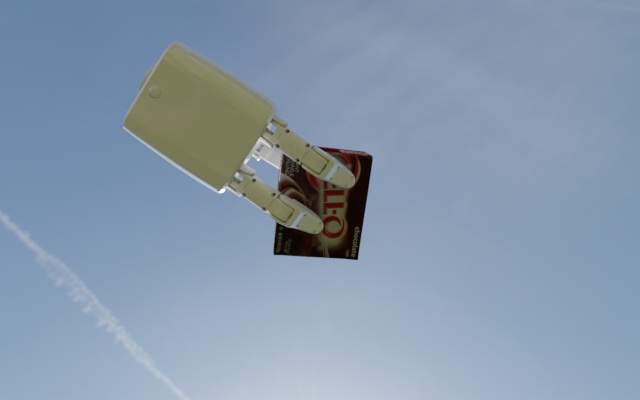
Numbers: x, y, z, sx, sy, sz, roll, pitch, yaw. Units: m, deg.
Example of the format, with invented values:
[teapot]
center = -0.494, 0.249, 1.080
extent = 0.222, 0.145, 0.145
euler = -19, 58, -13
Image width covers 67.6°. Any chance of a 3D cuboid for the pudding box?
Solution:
[pudding box]
center = 0.000, 0.002, 0.491
extent = 0.090, 0.113, 0.039
euler = 5, 15, -9
